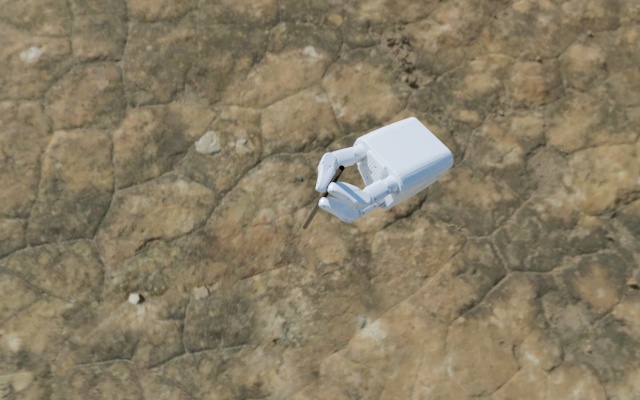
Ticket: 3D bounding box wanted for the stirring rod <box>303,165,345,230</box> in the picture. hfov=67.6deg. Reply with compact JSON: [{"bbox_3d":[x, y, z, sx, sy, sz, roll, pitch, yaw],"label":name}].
[{"bbox_3d":[0.000,0.002,0.728,0.011,0.011,0.240,0,-22,-14],"label":"stirring rod"}]
